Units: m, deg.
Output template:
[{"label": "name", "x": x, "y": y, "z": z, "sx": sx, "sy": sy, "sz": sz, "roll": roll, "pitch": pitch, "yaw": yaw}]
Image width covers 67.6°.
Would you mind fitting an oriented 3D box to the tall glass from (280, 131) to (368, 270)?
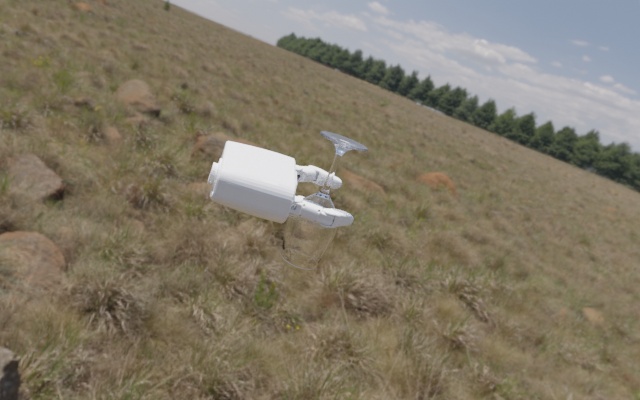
[{"label": "tall glass", "x": 0.000, "y": 0.002, "z": 0.720, "sx": 0.079, "sy": 0.201, "sz": 0.079, "roll": 19, "pitch": 15, "yaw": -5}]
